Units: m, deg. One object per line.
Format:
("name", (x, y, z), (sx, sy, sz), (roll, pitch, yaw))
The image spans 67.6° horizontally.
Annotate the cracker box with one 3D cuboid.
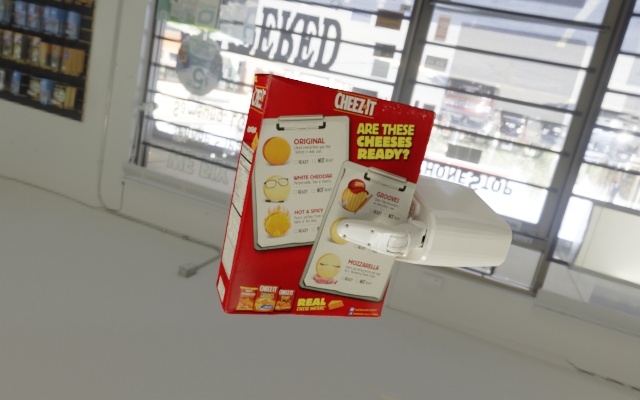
("cracker box", (0.000, 0.002, 0.459), (0.164, 0.214, 0.072), (7, 13, -23))
